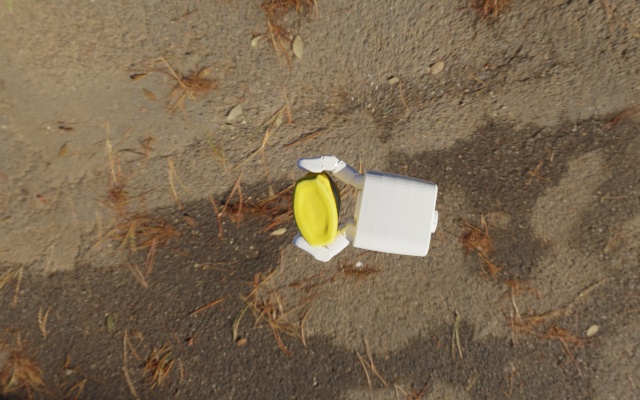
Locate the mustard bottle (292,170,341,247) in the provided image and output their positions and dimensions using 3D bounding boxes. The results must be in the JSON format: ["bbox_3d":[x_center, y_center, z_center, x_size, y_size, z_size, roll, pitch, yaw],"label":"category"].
[{"bbox_3d":[0.000,0.002,0.726,0.058,0.096,0.191,-14,7,7],"label":"mustard bottle"}]
